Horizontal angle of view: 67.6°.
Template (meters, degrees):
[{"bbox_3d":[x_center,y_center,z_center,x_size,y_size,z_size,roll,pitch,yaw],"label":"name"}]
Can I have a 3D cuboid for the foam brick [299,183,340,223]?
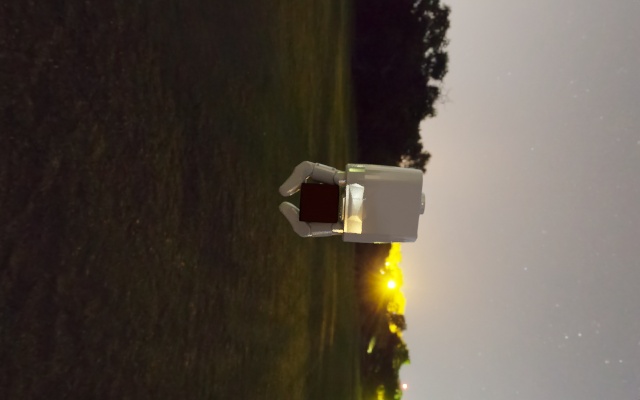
[{"bbox_3d":[0.000,0.002,0.666,0.051,0.053,0.078,4,3,3],"label":"foam brick"}]
